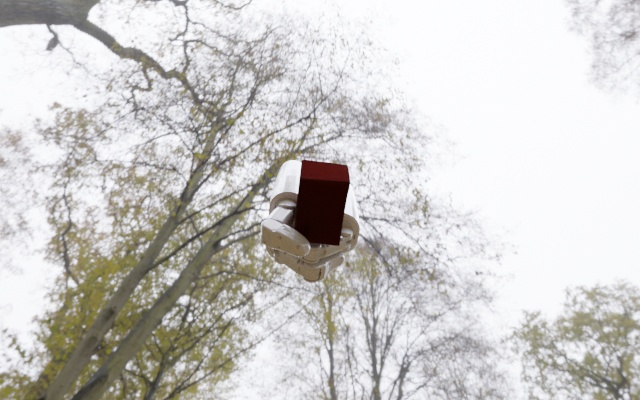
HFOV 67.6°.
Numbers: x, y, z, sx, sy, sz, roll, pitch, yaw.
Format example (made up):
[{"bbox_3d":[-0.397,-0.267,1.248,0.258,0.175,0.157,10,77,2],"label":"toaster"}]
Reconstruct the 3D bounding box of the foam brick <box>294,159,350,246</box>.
[{"bbox_3d":[0.000,0.001,0.517,0.053,0.078,0.051,7,28,-3],"label":"foam brick"}]
